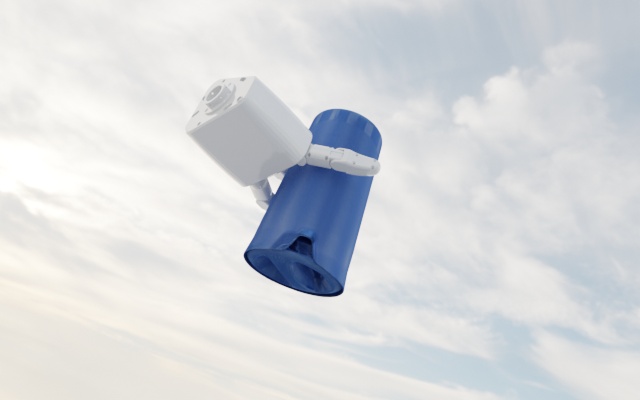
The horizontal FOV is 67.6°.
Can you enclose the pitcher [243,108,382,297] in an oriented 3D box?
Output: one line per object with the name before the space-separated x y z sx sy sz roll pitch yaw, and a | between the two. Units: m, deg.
pitcher | 0.000 0.002 0.655 0.149 0.242 0.145 -5 -37 41
